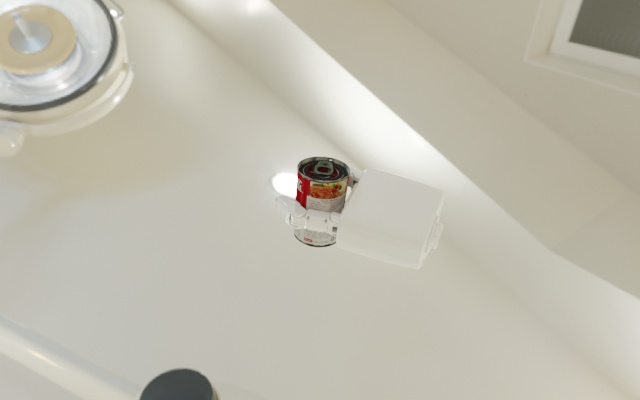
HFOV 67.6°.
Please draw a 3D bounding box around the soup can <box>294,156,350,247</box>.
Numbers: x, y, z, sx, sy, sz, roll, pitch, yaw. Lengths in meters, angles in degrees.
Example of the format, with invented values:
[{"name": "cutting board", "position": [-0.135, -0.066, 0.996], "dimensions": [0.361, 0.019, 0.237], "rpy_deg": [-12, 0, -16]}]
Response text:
[{"name": "soup can", "position": [0.000, 0.002, 0.631], "dimensions": [0.068, 0.102, 0.068], "rpy_deg": [4, 31, -2]}]
